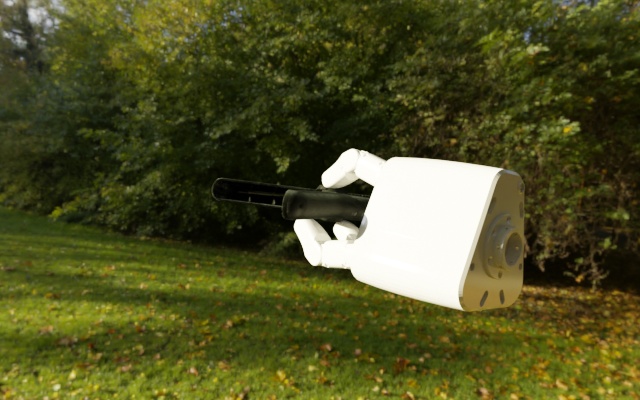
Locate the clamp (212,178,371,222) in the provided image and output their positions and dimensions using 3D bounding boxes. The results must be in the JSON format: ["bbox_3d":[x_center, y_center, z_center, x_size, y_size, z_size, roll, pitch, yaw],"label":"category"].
[{"bbox_3d":[0.001,0.001,0.506,0.210,0.036,0.164,5,4,-41],"label":"clamp"}]
